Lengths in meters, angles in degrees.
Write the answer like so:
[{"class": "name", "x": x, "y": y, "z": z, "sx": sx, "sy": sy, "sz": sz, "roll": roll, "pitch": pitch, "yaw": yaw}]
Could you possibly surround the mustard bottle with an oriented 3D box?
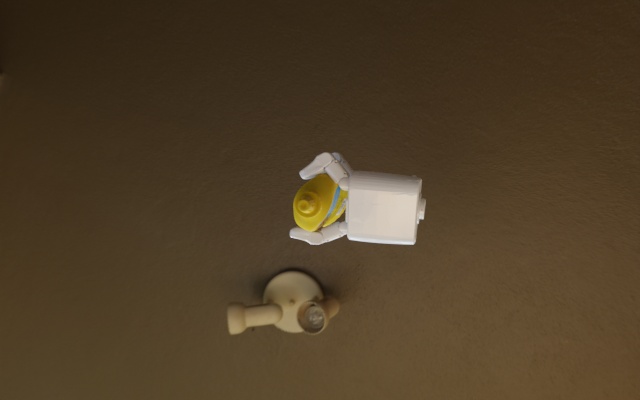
[{"class": "mustard bottle", "x": 0.000, "y": 0.002, "z": 0.777, "sx": 0.058, "sy": 0.096, "sz": 0.191, "roll": 30, "pitch": 10, "yaw": 11}]
